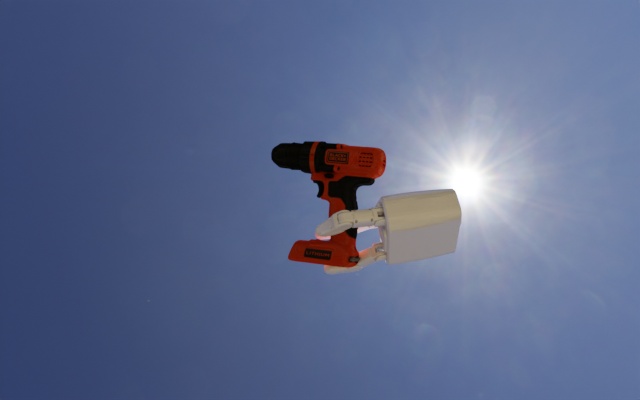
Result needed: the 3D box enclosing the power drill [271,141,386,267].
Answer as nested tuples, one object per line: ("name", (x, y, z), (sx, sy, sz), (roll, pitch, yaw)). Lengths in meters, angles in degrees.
("power drill", (0.000, 0.003, 0.728), (0.184, 0.187, 0.057), (6, -3, 22))
